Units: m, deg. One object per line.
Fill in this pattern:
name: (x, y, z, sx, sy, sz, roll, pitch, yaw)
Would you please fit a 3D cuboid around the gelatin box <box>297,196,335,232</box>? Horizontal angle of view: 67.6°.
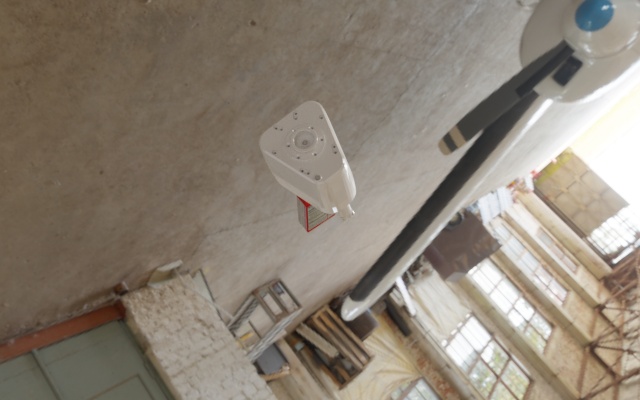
gelatin box: (0.000, 0.003, 0.745, 0.073, 0.030, 0.089, -33, -26, -17)
